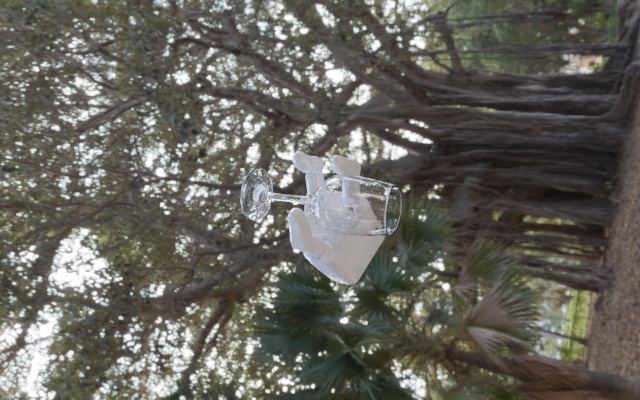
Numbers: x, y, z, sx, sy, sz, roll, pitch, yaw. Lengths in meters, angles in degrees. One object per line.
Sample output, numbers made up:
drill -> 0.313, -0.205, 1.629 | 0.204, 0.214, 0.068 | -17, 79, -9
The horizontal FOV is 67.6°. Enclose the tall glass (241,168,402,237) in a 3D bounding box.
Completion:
tall glass -> -0.001, 0.002, 0.617 | 0.201, 0.079, 0.079 | 7, 3, 27
